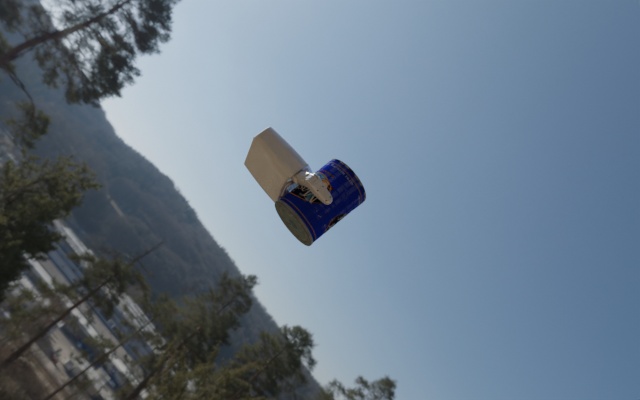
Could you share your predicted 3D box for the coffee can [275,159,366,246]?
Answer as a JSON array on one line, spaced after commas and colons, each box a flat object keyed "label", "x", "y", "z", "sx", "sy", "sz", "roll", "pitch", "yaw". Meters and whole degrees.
[{"label": "coffee can", "x": 0.000, "y": 0.003, "z": 0.895, "sx": 0.140, "sy": 0.103, "sz": 0.103, "roll": -38, "pitch": 14, "yaw": -18}]
